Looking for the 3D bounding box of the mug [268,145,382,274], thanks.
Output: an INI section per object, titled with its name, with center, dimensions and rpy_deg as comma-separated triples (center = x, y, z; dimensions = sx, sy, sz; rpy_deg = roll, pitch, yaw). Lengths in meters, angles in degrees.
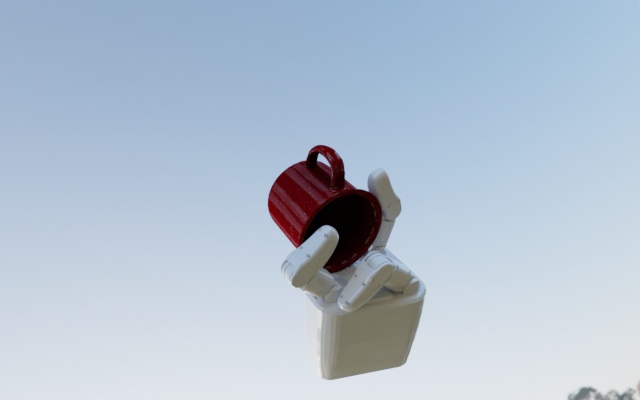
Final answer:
[mug]
center = 0.000, 0.000, 0.465
dimensions = 0.093, 0.117, 0.081
rpy_deg = -16, 37, -26
